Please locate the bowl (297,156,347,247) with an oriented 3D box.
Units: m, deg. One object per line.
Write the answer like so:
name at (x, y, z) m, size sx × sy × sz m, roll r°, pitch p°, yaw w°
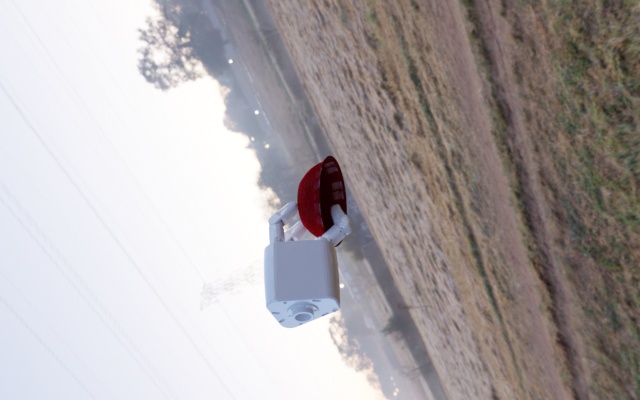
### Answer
bowl at (0.000, 0.002, 0.852) m, size 0.055 × 0.162 × 0.162 m, roll -3°, pitch -1°, yaw 19°
